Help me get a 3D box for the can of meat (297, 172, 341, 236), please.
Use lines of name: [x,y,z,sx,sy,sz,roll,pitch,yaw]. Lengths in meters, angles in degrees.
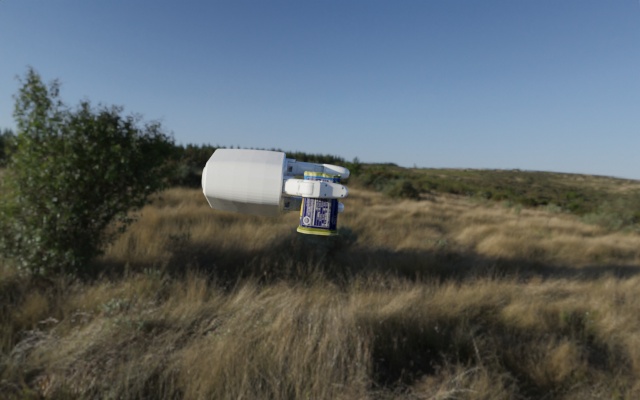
can of meat: [0.000,0.002,0.691,0.057,0.084,0.102,5,2,0]
